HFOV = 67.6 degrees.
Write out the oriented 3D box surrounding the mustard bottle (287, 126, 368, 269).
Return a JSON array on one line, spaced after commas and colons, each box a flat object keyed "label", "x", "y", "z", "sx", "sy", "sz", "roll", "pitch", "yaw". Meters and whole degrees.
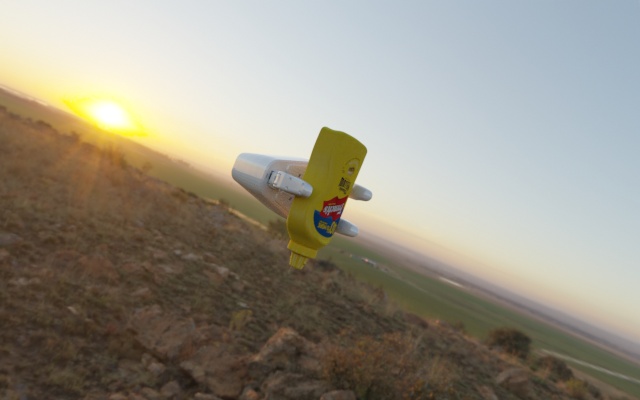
[{"label": "mustard bottle", "x": 0.000, "y": 0.002, "z": 0.654, "sx": 0.058, "sy": 0.191, "sz": 0.096, "roll": 22, "pitch": -1, "yaw": 27}]
